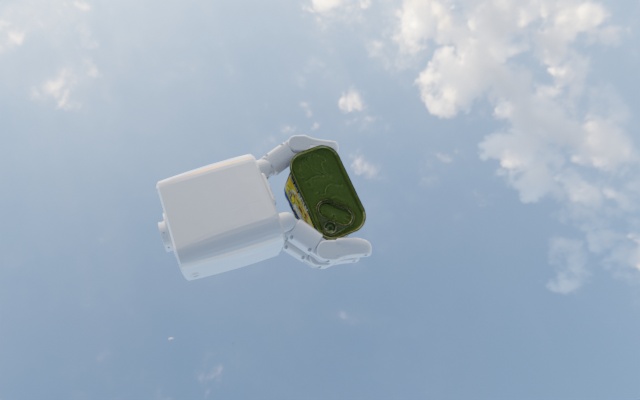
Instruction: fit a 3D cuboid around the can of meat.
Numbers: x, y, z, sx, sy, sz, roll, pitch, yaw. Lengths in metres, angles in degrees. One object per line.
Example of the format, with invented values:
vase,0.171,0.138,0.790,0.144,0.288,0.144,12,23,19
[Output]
can of meat,0.000,0.002,0.540,0.057,0.102,0.084,-22,-11,-17
